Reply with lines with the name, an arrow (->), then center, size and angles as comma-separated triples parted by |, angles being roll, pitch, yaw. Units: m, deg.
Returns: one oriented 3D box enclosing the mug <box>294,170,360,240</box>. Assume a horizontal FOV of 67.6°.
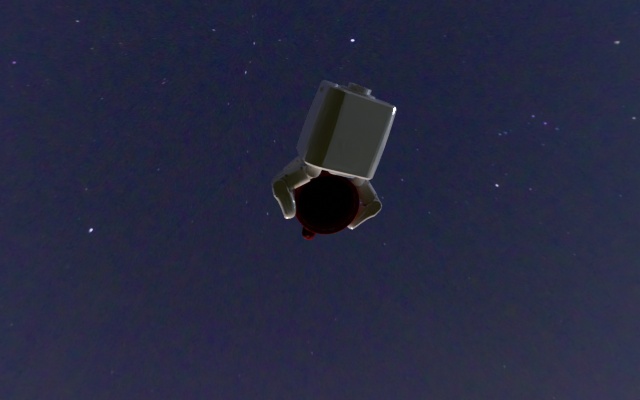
mug -> 0.000, 0.004, 0.705 | 0.093, 0.117, 0.081 | 17, 17, -13
